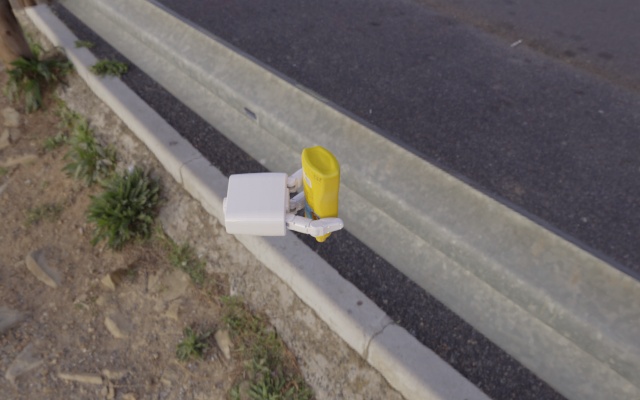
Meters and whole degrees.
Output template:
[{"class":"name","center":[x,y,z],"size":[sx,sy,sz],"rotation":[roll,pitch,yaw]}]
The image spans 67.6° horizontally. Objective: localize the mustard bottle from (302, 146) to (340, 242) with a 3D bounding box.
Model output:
[{"class":"mustard bottle","center":[0.000,0.003,0.874],"size":[0.058,0.192,0.096],"rotation":[-16,43,-18]}]
